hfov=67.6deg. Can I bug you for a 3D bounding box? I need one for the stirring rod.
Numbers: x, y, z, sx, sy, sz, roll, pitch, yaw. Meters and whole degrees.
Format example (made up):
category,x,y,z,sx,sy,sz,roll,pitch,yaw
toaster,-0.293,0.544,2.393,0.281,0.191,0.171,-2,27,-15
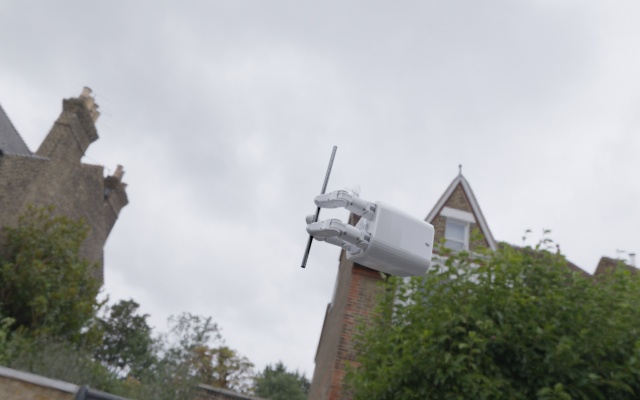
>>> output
category,x,y,z,sx,sy,sz,roll,pitch,yaw
stirring rod,0.000,0.003,0.783,0.011,0.239,0.011,11,-33,7
